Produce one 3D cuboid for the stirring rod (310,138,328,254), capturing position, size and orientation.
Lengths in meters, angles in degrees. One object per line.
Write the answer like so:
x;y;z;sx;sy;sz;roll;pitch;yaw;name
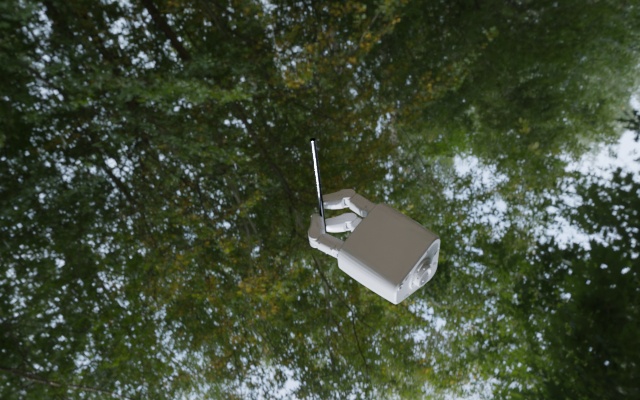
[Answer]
0.000;0.002;0.740;0.011;0.240;0.011;-4;44;4;stirring rod
